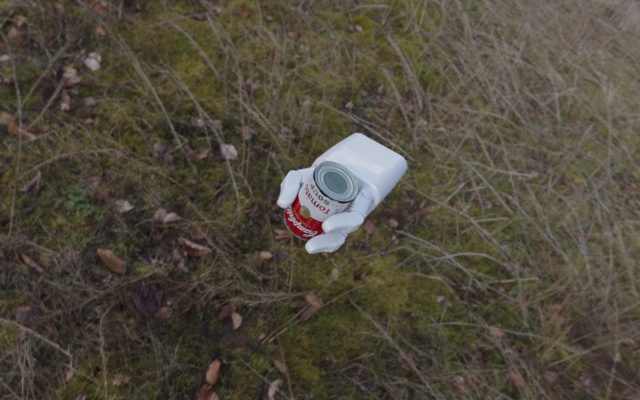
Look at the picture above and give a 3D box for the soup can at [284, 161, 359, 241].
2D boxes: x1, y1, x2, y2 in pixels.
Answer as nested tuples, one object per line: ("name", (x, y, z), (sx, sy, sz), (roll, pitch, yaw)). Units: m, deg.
("soup can", (0.000, 0.002, 0.656), (0.068, 0.068, 0.102), (0, -33, -31))
